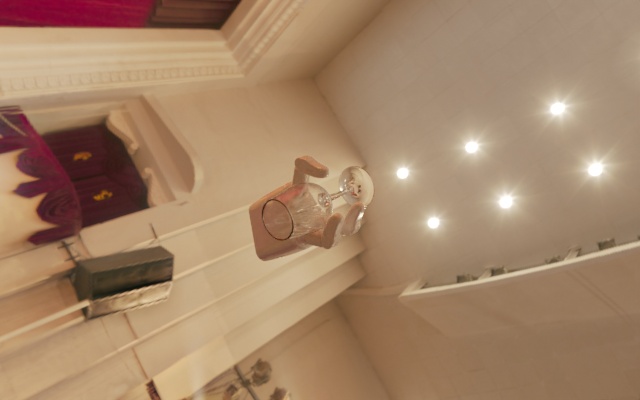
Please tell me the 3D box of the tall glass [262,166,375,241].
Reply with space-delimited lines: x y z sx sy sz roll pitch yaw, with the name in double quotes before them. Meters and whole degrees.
"tall glass" 0.001 0.002 0.749 0.079 0.079 0.201 0 15 40
